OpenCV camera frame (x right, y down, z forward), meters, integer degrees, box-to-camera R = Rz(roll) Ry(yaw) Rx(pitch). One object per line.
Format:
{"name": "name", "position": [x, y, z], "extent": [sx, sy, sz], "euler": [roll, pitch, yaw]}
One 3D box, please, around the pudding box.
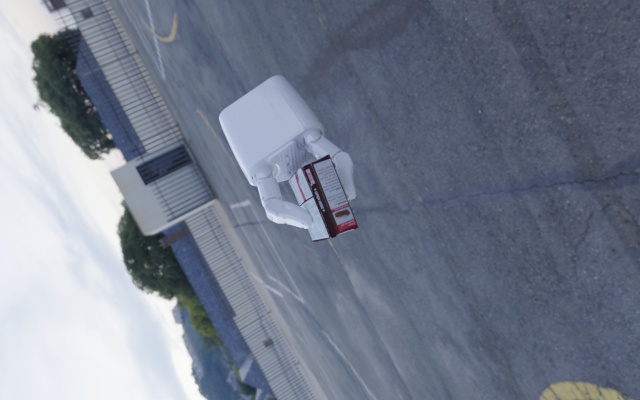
{"name": "pudding box", "position": [0.000, 0.002, 0.574], "extent": [0.039, 0.090, 0.113], "euler": [-22, -2, -11]}
